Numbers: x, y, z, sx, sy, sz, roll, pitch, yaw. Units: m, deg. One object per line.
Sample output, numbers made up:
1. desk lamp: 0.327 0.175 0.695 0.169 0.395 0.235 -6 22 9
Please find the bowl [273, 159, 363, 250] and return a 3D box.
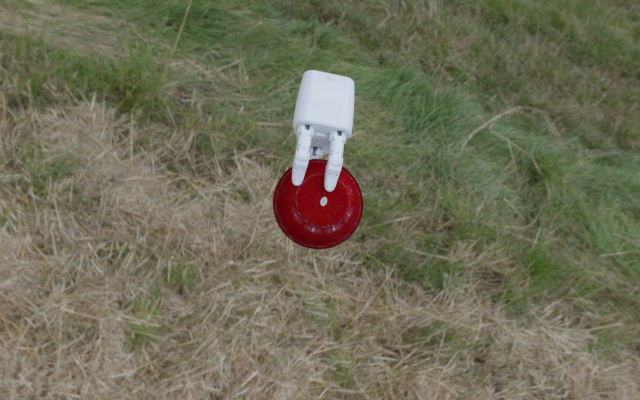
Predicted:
1. bowl: 0.000 0.004 0.817 0.162 0.162 0.055 0 -6 -8
